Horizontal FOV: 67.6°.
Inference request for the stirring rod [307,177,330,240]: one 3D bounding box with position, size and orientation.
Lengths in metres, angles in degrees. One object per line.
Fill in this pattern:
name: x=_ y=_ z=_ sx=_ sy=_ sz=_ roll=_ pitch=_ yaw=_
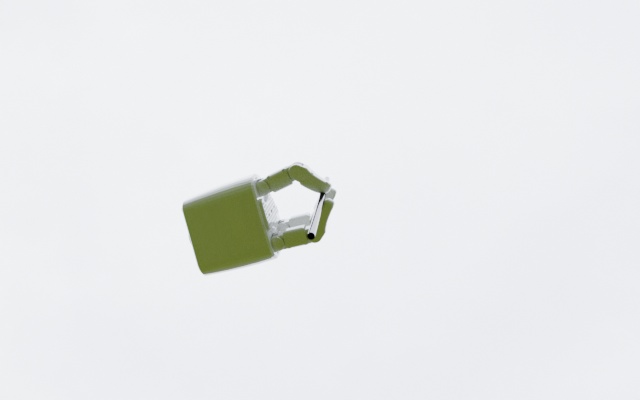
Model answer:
stirring rod: x=0.000 y=0.002 z=0.590 sx=0.011 sy=0.011 sz=0.239 roll=0 pitch=16 yaw=5
